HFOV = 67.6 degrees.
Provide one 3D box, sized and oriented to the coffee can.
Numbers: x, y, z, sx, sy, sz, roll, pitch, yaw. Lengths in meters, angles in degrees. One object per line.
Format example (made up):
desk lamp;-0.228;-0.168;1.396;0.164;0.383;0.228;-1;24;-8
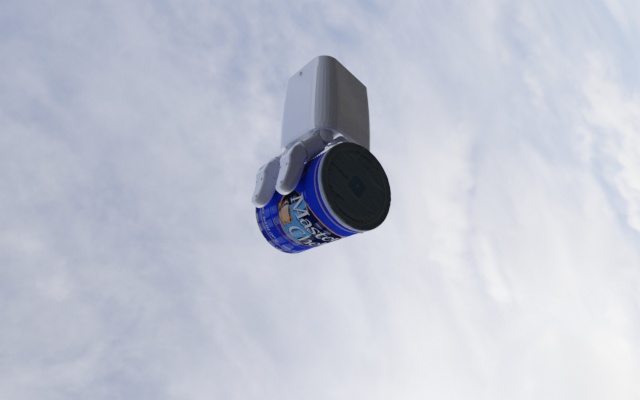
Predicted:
coffee can;0.000;0.002;0.578;0.103;0.102;0.140;0;-15;-38
